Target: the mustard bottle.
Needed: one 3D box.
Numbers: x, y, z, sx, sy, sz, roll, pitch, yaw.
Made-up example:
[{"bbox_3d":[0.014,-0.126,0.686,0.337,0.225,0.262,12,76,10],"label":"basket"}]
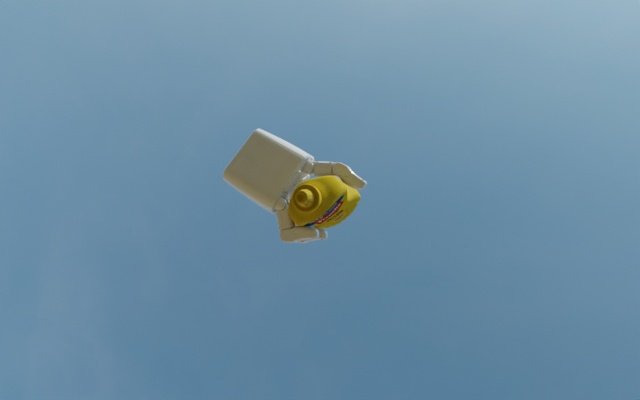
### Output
[{"bbox_3d":[0.000,0.003,0.748,0.096,0.058,0.191,-36,-14,11],"label":"mustard bottle"}]
